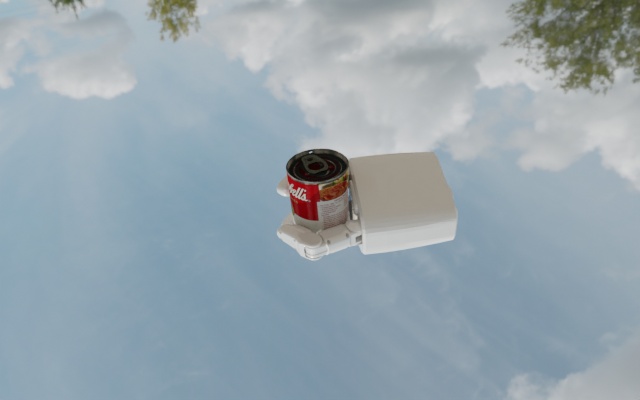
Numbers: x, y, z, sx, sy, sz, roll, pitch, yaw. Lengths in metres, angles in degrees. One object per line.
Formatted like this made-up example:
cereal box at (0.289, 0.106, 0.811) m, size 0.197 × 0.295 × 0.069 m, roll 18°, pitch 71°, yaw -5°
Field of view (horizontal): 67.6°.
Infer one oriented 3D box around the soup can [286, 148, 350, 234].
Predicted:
soup can at (0.000, 0.002, 0.540) m, size 0.068 × 0.102 × 0.068 m, roll -3°, pitch 36°, yaw 2°
